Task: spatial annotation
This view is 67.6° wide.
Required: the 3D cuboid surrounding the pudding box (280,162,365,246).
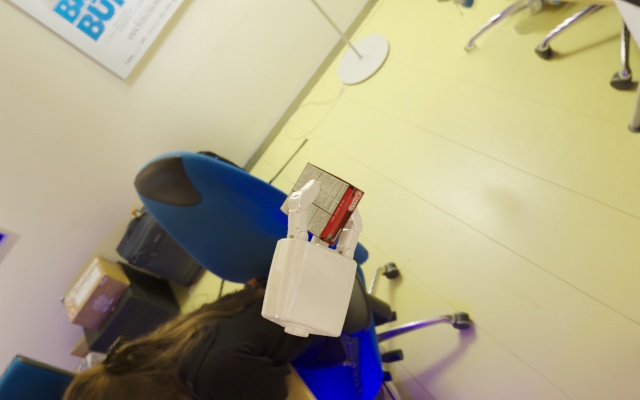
[{"bbox_3d":[0.000,0.002,0.702,0.039,0.090,0.113,31,1,-43],"label":"pudding box"}]
